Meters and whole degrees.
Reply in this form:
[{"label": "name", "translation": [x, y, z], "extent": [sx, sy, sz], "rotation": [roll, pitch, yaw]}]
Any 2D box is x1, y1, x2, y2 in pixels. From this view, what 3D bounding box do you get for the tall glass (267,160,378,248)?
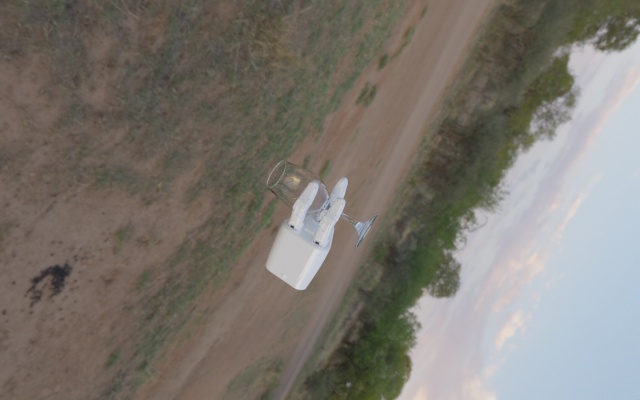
[{"label": "tall glass", "translation": [0.001, 0.003, 0.872], "extent": [0.201, 0.079, 0.079], "rotation": [32, 7, 11]}]
